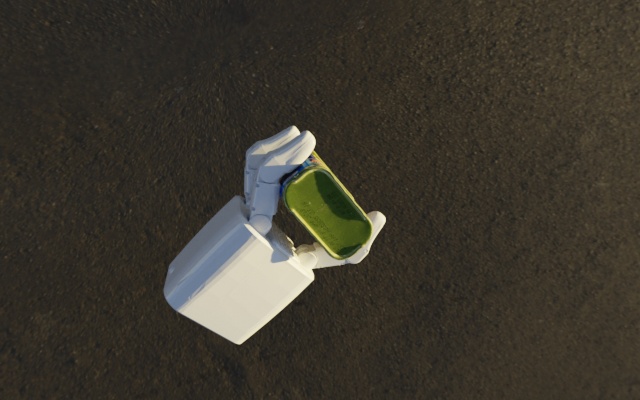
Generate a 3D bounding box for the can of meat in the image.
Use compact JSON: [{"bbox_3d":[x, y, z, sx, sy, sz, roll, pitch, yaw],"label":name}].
[{"bbox_3d":[0.000,0.002,0.471,0.057,0.102,0.084,-40,20,2],"label":"can of meat"}]
